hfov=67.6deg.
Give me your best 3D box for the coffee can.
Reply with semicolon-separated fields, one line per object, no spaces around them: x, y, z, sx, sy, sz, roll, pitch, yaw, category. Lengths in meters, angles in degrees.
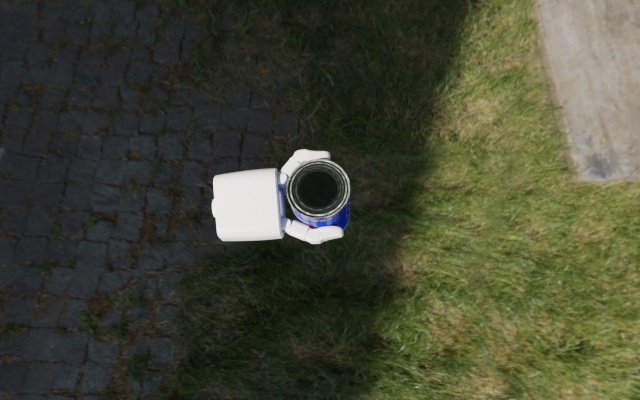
0.000;0.003;0.823;0.103;0.102;0.140;0;-19;3;coffee can
